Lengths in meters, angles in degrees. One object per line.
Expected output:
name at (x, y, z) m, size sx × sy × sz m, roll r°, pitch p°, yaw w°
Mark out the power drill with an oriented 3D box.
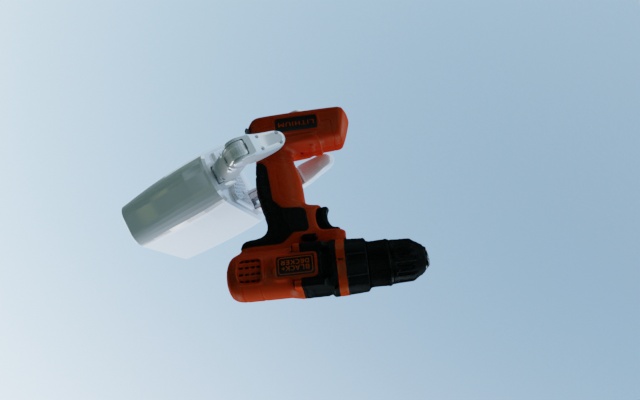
power drill at (0.000, 0.001, 0.464) m, size 0.184 × 0.187 × 0.057 m, roll -7°, pitch -26°, yaw 2°
